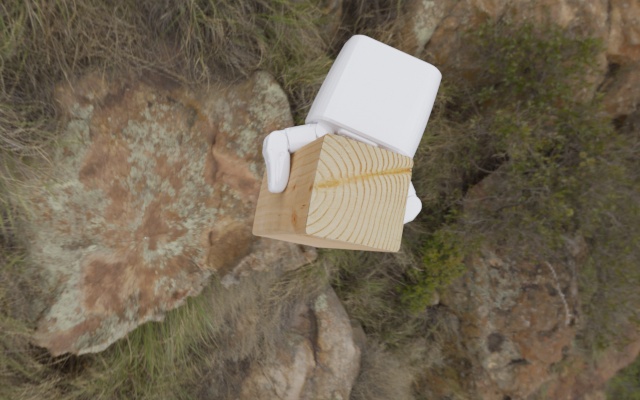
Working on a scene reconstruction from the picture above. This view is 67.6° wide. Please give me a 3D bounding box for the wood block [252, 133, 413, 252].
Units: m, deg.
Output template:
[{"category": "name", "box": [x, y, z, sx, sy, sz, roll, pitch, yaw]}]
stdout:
[{"category": "wood block", "box": [0.000, 0.001, 0.506, 0.091, 0.090, 0.206, 14, -9, -19]}]
